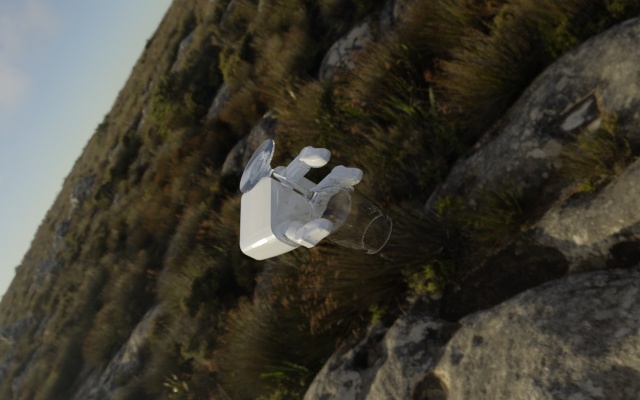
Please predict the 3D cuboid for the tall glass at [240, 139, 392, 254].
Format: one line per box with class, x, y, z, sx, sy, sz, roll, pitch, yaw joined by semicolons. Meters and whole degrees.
tall glass;0.000;0.002;0.622;0.201;0.079;0.079;29;-14;-25
